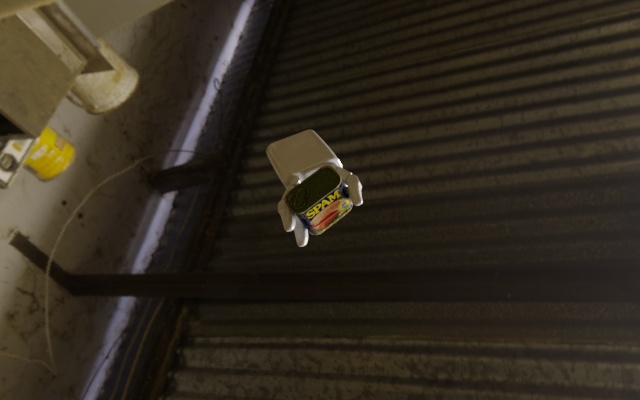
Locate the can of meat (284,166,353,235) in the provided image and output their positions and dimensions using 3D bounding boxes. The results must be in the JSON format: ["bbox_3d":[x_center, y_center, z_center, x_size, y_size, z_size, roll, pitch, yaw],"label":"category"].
[{"bbox_3d":[0.000,0.003,0.838,0.102,0.057,0.084,-37,-39,-3],"label":"can of meat"}]
